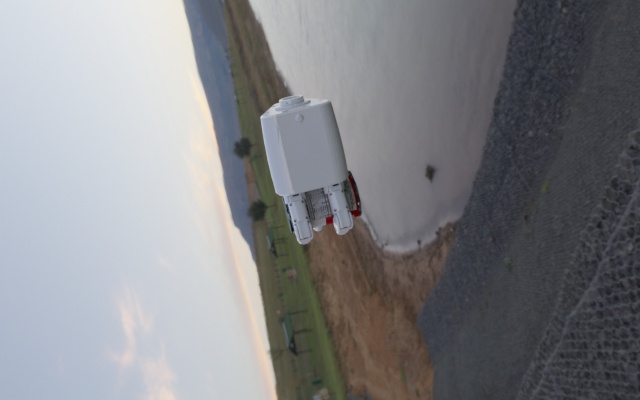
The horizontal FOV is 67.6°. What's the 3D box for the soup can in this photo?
[{"bbox_3d":[0.000,0.003,0.676,0.102,0.068,0.068,-14,1,-6],"label":"soup can"}]
